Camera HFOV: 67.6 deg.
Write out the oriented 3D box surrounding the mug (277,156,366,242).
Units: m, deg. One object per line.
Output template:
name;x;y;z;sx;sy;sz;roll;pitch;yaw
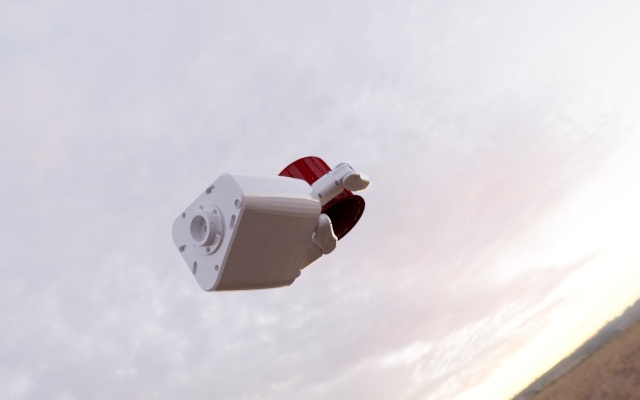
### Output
mug;0.001;0.002;0.583;0.117;0.093;0.081;7;38;-53
